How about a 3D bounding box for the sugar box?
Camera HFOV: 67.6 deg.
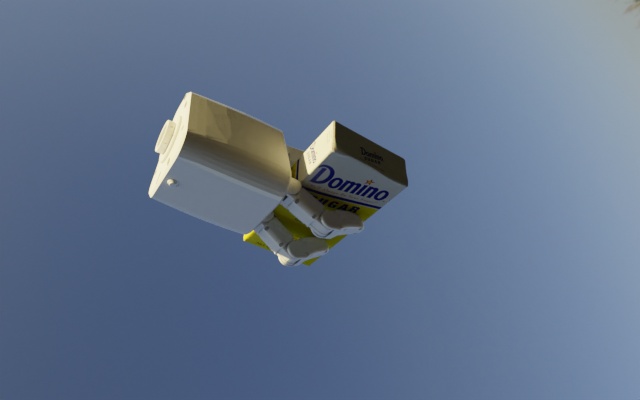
[{"bbox_3d":[0.000,0.002,0.511,0.093,0.048,0.176,24,-43,-25],"label":"sugar box"}]
